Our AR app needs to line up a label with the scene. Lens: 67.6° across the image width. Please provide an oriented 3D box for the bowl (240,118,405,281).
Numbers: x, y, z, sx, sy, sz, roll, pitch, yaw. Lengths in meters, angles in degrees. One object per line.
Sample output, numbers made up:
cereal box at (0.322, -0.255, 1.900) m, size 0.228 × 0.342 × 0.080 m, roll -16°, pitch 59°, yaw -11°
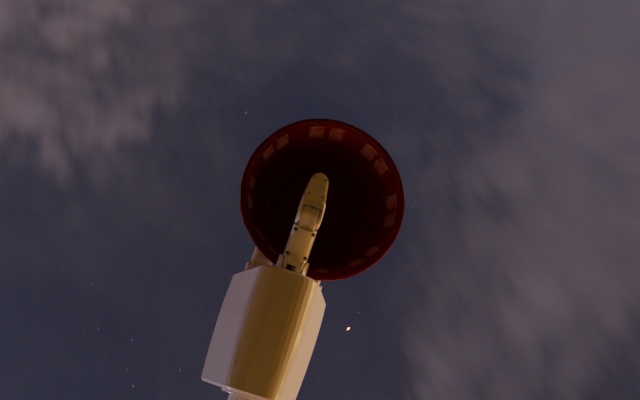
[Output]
bowl at (0.001, 0.001, 0.487) m, size 0.162 × 0.162 × 0.055 m, roll 0°, pitch -12°, yaw -9°
